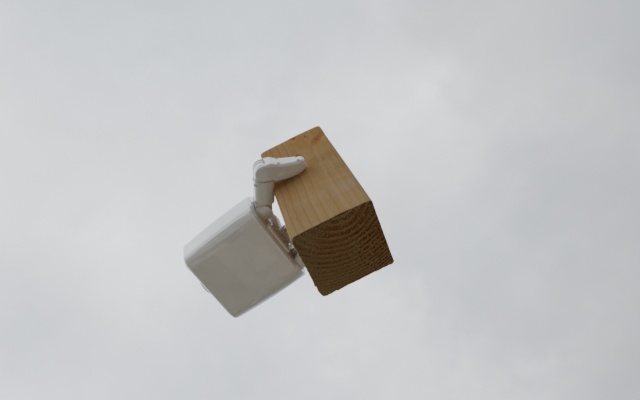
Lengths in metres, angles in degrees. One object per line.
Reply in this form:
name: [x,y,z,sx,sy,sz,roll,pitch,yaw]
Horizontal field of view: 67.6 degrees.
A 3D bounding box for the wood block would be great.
wood block: [0.000,0.002,0.572,0.090,0.091,0.206,-26,33,-1]
